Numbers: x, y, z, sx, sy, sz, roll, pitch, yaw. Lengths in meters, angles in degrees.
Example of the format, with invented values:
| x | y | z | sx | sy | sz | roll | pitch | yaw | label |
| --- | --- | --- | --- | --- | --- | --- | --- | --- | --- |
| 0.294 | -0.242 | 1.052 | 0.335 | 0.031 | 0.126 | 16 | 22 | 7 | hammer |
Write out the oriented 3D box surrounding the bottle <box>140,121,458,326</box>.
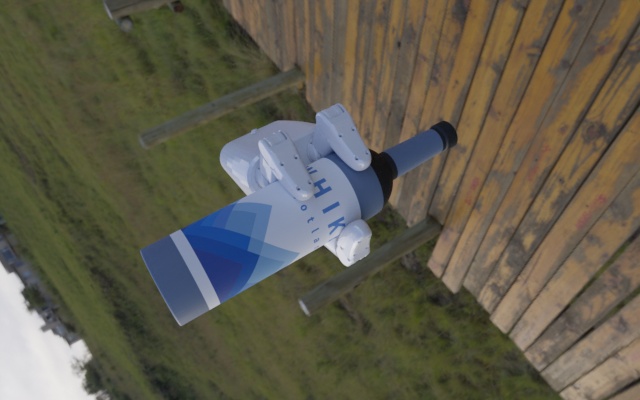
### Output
| x | y | z | sx | sy | sz | roll | pitch | yaw | label |
| --- | --- | --- | --- | --- | --- | --- | --- | --- | --- |
| 0.000 | 0.002 | 0.412 | 0.295 | 0.069 | 0.069 | -28 | 10 | -19 | bottle |
